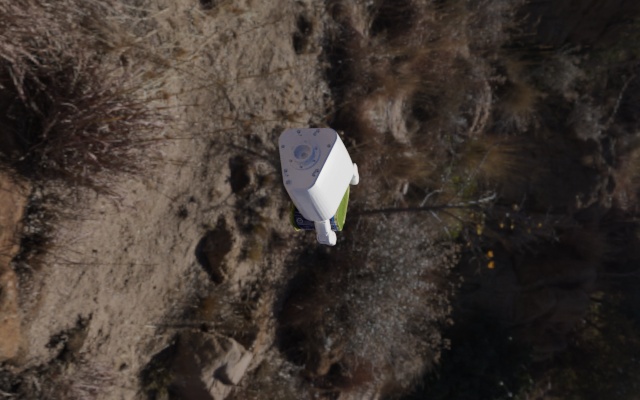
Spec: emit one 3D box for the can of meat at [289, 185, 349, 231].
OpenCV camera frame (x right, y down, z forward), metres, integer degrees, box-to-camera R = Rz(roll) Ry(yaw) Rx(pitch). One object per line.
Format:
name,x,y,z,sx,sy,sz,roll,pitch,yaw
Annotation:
can of meat,0.000,0.003,0.831,0.084,0.102,0.057,1,-28,17
